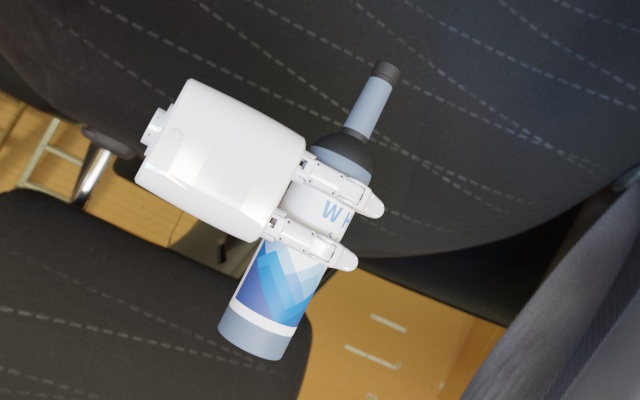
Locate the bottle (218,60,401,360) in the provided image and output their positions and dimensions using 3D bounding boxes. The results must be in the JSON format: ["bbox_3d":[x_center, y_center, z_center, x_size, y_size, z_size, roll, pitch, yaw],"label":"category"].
[{"bbox_3d":[0.000,0.002,0.456,0.069,0.295,0.069,27,-4,2],"label":"bottle"}]
